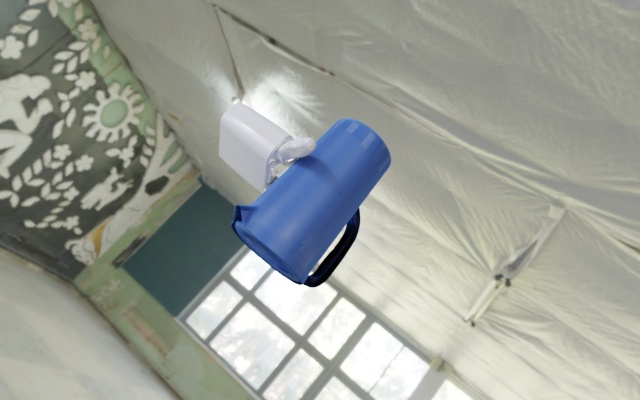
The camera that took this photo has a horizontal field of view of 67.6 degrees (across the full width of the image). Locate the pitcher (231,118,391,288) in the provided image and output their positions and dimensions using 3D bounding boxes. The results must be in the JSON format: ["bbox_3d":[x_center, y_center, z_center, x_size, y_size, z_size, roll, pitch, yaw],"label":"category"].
[{"bbox_3d":[0.000,0.002,0.711,0.145,0.242,0.149,37,-18,15],"label":"pitcher"}]
